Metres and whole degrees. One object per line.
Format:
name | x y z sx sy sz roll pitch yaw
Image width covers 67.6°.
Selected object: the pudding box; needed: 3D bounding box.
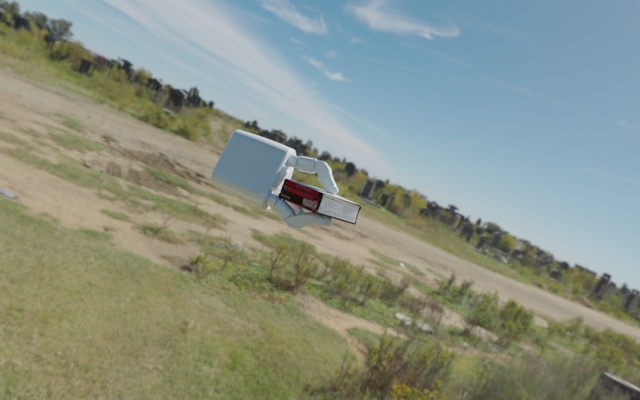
pudding box | 0.000 0.002 0.791 0.090 0.039 0.113 23 5 40
